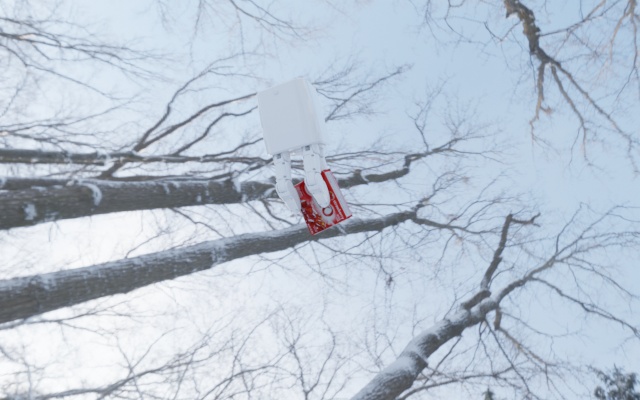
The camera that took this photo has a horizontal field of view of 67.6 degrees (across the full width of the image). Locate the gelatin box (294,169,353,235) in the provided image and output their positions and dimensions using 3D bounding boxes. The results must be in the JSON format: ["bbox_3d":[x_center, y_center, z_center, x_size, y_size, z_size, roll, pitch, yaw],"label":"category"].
[{"bbox_3d":[0.000,0.003,0.787,0.073,0.089,0.030,-27,-2,27],"label":"gelatin box"}]
